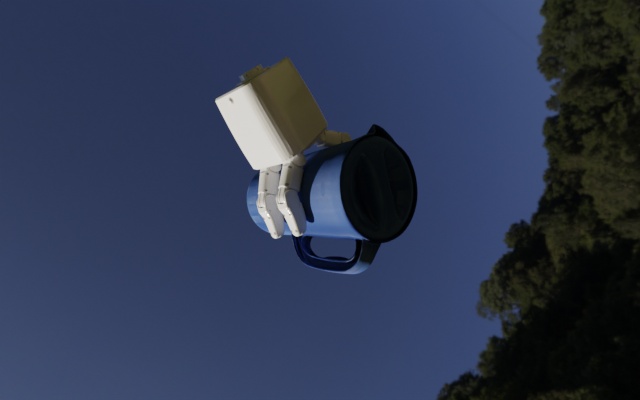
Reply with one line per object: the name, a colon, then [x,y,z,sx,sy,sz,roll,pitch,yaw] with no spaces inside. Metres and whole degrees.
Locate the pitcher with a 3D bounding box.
pitcher: [0.000,0.002,0.659,0.243,0.145,0.149,-6,29,51]
